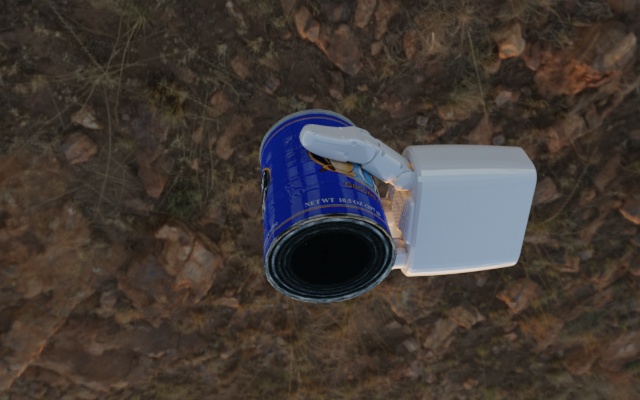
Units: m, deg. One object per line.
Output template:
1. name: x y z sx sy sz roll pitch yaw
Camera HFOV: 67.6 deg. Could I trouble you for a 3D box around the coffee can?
1. coffee can: 0.000 0.001 0.416 0.103 0.103 0.140 0 42 -9
